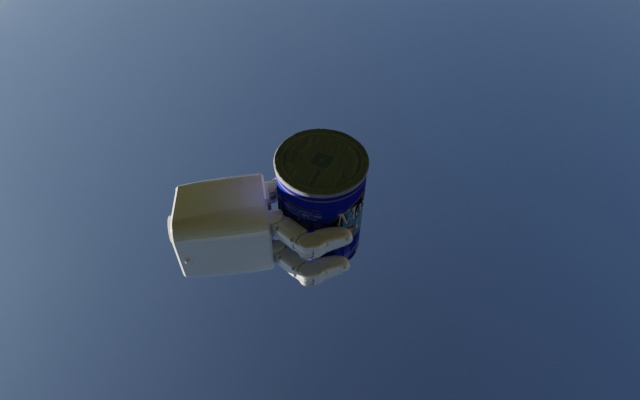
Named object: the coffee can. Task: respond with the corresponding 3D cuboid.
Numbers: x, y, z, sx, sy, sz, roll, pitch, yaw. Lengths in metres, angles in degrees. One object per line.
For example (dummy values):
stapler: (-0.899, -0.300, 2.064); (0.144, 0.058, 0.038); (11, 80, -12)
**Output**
coffee can: (0.000, 0.002, 0.563); (0.103, 0.102, 0.140); (0, -42, -1)
